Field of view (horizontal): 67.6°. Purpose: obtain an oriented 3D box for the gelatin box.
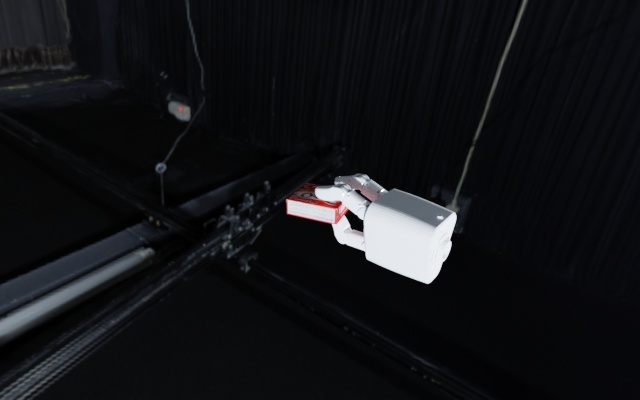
[{"bbox_3d":[0.000,0.003,0.770,0.089,0.030,0.073,11,28,21],"label":"gelatin box"}]
